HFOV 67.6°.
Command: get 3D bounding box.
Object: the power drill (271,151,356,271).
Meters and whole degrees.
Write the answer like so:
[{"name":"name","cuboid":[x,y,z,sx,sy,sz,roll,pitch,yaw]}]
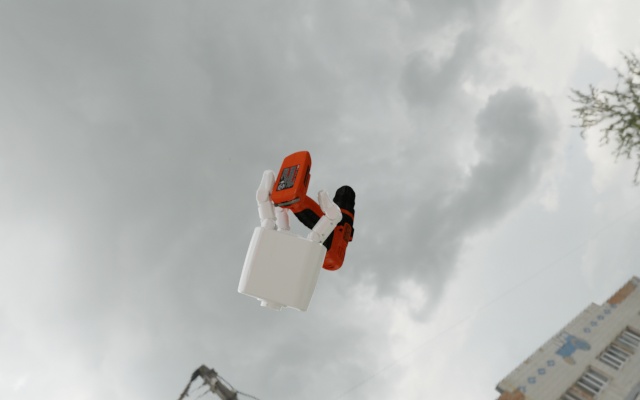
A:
[{"name":"power drill","cuboid":[0.000,0.003,0.834,0.057,0.184,0.188,-15,-47,30]}]
